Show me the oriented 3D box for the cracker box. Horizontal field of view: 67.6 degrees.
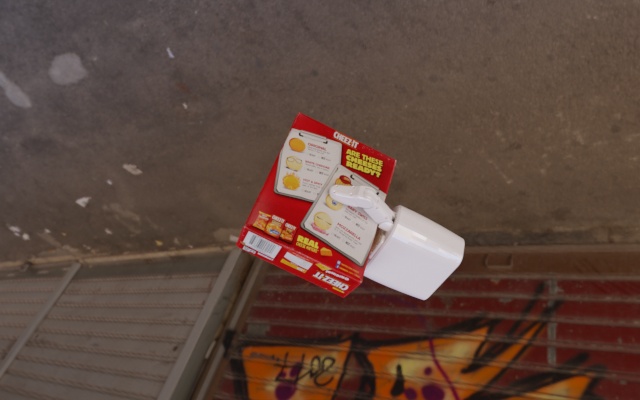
[{"bbox_3d":[0.000,0.002,0.665,0.164,0.213,0.072,26,-36,-7],"label":"cracker box"}]
